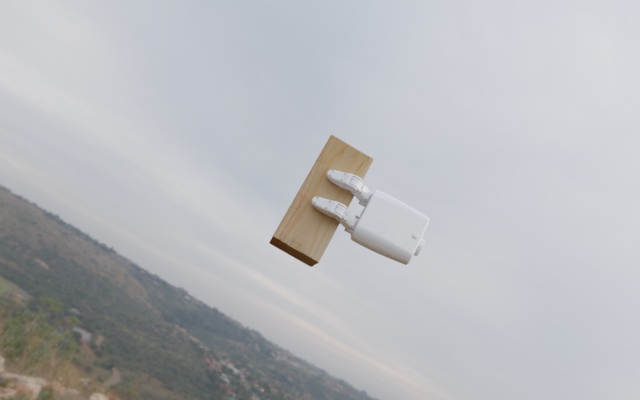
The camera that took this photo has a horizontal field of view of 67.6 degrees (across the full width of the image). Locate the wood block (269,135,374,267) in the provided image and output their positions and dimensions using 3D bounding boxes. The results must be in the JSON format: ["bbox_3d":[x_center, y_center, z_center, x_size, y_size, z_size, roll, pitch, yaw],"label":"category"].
[{"bbox_3d":[0.000,0.003,0.843,0.090,0.206,0.091,30,-16,-2],"label":"wood block"}]
